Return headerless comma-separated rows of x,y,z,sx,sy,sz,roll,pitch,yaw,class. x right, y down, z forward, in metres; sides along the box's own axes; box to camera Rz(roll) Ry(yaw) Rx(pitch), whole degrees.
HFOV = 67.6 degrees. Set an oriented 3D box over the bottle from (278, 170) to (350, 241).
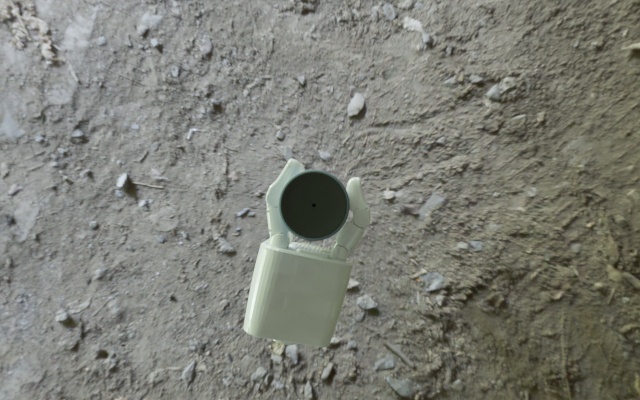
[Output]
0.000,0.002,0.589,0.069,0.069,0.295,0,1,2,bottle
